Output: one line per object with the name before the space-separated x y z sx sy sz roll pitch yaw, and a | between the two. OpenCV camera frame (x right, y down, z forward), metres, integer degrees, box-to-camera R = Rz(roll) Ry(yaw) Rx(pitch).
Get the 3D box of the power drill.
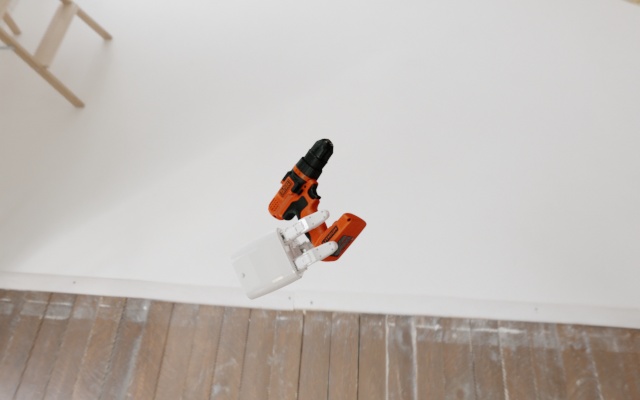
power drill | 0.000 0.003 0.864 0.057 0.184 0.187 13 30 -48
